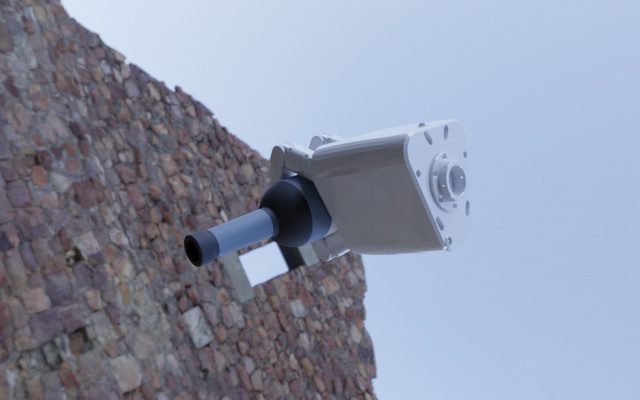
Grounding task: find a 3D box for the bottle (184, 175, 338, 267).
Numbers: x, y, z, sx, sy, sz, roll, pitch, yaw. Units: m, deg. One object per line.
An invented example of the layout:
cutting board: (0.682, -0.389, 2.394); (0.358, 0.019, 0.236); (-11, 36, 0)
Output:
bottle: (0.000, 0.002, 0.480); (0.295, 0.069, 0.069); (-21, 14, -42)
